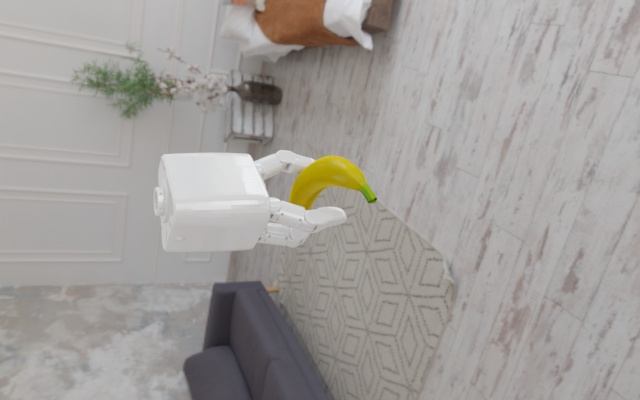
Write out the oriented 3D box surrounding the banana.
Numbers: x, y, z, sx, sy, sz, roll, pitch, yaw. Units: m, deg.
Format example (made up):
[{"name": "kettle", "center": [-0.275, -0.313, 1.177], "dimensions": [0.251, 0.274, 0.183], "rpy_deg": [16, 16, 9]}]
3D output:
[{"name": "banana", "center": [-0.001, -0.017, 0.611], "dimensions": [0.037, 0.069, 0.198], "rpy_deg": [-5, -5, -29]}]
